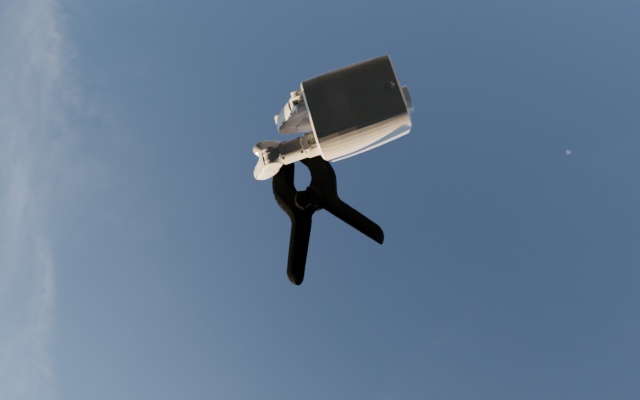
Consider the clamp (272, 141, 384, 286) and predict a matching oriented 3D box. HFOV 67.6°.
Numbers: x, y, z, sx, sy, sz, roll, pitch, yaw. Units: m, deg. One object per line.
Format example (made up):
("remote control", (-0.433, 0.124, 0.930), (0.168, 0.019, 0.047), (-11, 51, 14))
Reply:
("clamp", (0.000, 0.002, 0.559), (0.120, 0.171, 0.039), (-18, -16, 9))
